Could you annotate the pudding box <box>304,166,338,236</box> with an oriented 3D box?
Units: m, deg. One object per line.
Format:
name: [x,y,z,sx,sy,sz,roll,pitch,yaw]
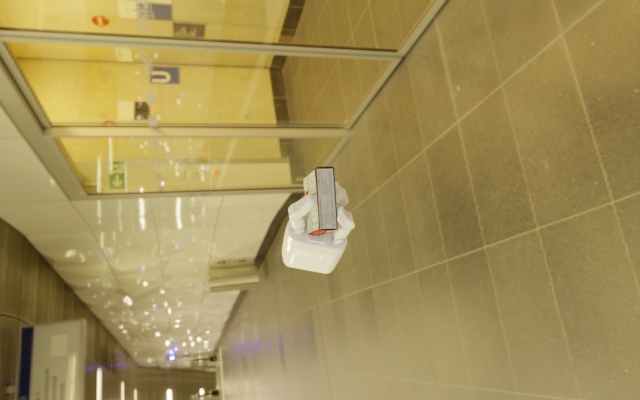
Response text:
pudding box: [0.000,0.003,0.852,0.039,0.113,0.090,-3,-8,-16]
